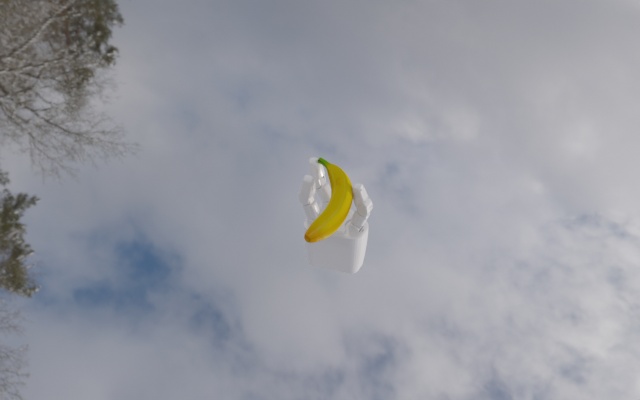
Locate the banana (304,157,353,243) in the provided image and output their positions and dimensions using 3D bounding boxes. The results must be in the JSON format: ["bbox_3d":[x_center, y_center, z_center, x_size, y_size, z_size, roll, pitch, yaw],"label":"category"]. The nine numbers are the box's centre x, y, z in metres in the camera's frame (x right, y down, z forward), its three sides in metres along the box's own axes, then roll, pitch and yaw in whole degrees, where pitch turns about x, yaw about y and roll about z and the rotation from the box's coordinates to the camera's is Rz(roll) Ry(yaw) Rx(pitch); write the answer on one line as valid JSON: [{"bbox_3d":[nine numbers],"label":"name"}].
[{"bbox_3d":[0.019,0.002,0.796,0.069,0.037,0.197,5,42,3],"label":"banana"}]
